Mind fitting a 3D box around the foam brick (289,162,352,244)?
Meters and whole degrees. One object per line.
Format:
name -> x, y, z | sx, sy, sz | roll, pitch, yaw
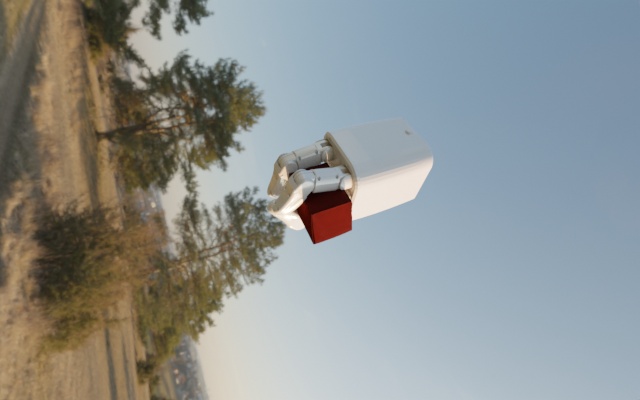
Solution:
foam brick -> 0.000, 0.002, 0.570 | 0.051, 0.053, 0.078 | -17, 47, -14
